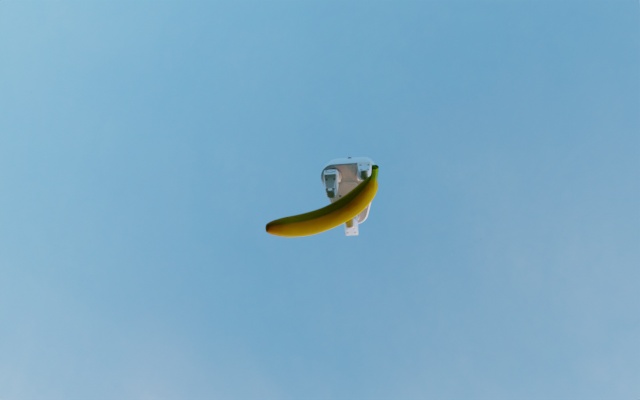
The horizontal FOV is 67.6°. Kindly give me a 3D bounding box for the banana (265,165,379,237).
[{"bbox_3d":[0.012,0.014,0.740,0.198,0.070,0.037,-30,30,7],"label":"banana"}]
